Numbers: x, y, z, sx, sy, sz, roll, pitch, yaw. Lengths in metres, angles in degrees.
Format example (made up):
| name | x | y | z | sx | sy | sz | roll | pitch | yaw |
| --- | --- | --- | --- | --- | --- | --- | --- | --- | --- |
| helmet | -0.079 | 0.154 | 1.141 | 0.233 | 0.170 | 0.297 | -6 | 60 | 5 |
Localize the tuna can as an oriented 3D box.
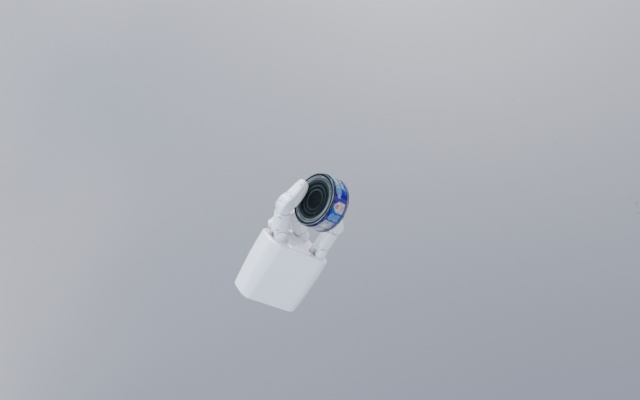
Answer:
| name | x | y | z | sx | sy | sz | roll | pitch | yaw |
| --- | --- | --- | --- | --- | --- | --- | --- | --- | --- |
| tuna can | 0.000 | 0.002 | 0.721 | 0.086 | 0.086 | 0.034 | 0 | -18 | 46 |
